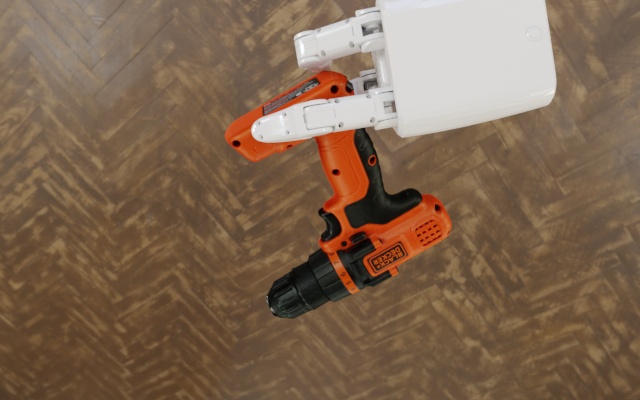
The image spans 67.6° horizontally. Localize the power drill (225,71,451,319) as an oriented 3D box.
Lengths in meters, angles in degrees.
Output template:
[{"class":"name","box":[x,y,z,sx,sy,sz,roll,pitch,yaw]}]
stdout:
[{"class":"power drill","box":[0.000,0.001,0.411,0.184,0.188,0.057,-30,25,3]}]
